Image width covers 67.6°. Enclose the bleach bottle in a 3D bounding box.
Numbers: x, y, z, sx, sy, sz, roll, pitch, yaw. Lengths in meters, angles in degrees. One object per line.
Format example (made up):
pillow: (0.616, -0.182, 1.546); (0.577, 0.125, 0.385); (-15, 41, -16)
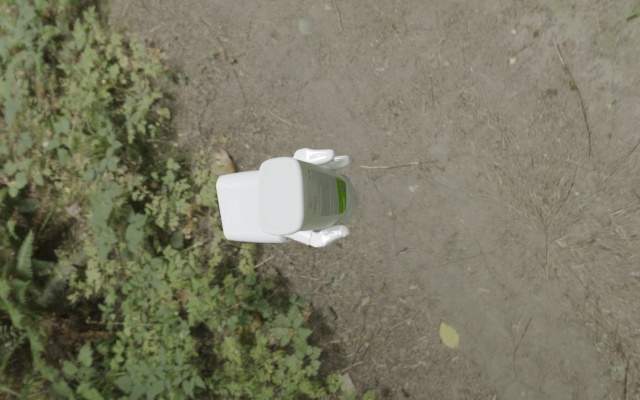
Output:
bleach bottle: (0.000, 0.002, 0.706); (0.068, 0.102, 0.251); (-3, -6, 25)
